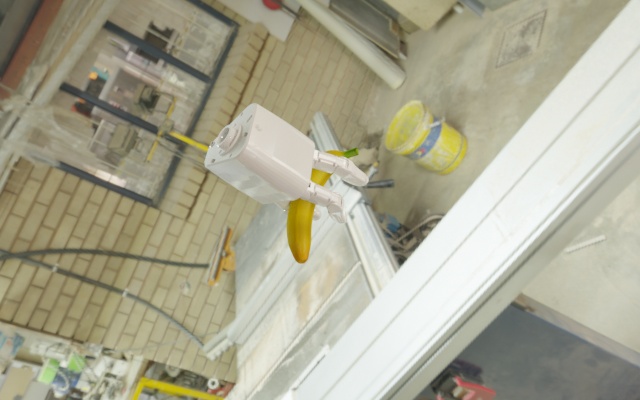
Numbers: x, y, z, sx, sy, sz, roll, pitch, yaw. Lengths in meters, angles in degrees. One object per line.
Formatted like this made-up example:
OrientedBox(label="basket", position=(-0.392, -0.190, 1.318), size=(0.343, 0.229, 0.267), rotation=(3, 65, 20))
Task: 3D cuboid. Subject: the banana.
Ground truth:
OrientedBox(label="banana", position=(-0.012, -0.003, 0.709), size=(0.069, 0.197, 0.037), rotation=(8, -24, 43))
